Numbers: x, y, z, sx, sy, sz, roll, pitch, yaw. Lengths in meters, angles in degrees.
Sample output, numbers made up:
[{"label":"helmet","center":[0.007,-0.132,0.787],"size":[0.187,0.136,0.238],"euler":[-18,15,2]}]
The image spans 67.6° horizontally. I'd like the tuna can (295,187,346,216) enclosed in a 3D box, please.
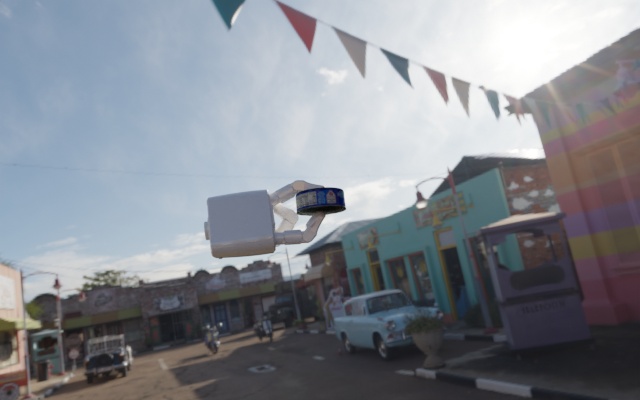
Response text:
[{"label":"tuna can","center":[0.000,0.002,0.818],"size":[0.086,0.033,0.086],"euler":[-5,-11,-1]}]
